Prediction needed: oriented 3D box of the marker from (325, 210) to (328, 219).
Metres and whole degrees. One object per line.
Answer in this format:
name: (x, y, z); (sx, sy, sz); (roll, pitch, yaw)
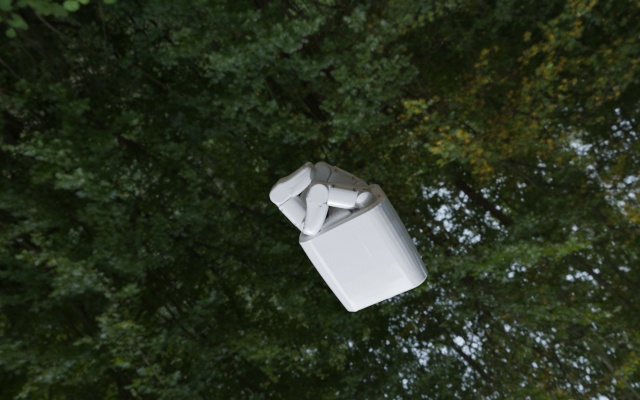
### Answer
marker: (0.000, 0.002, 0.589); (0.020, 0.020, 0.121); (0, 13, 0)
